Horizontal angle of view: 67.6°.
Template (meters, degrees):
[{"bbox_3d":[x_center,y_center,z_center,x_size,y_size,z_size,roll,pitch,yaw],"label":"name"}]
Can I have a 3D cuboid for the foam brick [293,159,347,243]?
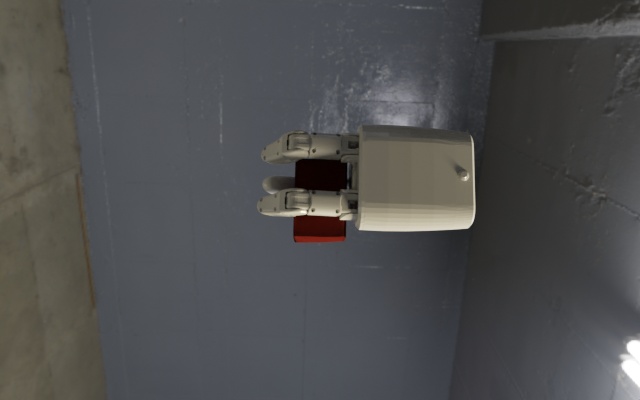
[{"bbox_3d":[0.000,0.002,0.474,0.051,0.078,0.053,2,-10,-1],"label":"foam brick"}]
